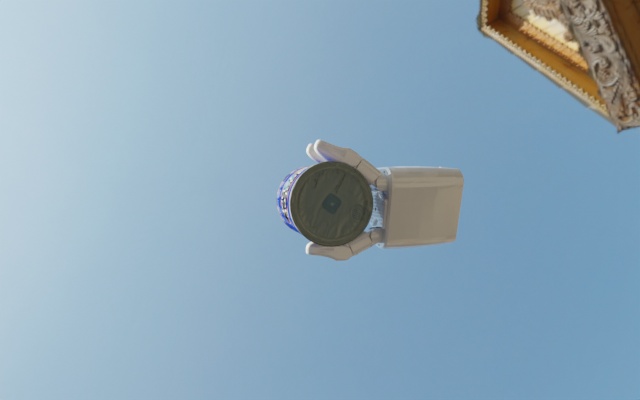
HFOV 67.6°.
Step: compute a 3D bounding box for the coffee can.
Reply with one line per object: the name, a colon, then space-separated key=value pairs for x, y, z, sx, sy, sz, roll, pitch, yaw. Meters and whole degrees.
coffee can: x=0.000 y=0.002 z=0.634 sx=0.103 sy=0.103 sz=0.140 roll=0 pitch=2 yaw=-12
